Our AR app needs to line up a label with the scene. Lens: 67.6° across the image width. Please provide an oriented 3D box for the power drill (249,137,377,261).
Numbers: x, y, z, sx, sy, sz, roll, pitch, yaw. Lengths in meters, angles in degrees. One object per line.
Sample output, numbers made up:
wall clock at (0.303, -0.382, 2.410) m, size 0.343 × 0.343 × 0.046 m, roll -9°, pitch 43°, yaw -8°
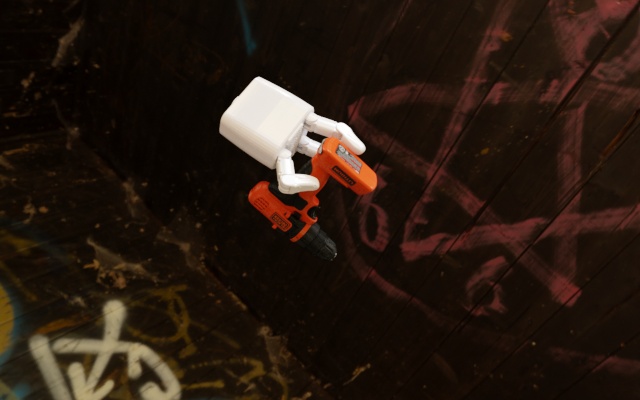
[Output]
power drill at (0.000, 0.002, 0.775) m, size 0.188 × 0.184 × 0.057 m, roll -40°, pitch 17°, yaw 30°
